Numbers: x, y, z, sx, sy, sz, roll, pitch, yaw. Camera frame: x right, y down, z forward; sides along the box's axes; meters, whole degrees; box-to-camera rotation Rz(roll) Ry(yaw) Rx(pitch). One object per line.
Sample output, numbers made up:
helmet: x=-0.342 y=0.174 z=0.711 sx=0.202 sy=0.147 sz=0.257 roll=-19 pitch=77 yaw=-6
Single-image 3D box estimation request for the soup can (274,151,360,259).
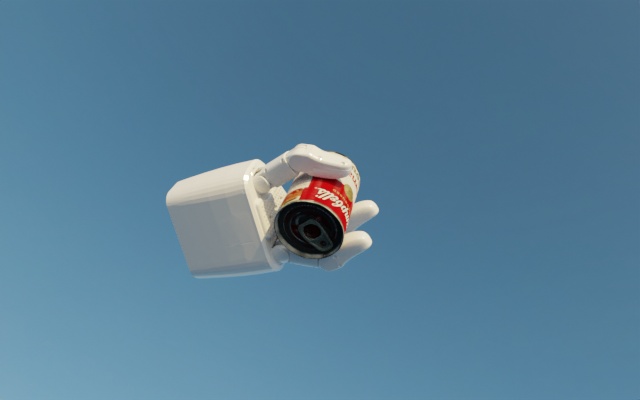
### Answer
soup can: x=0.001 y=0.001 z=0.486 sx=0.068 sy=0.068 sz=0.102 roll=0 pitch=33 yaw=16
